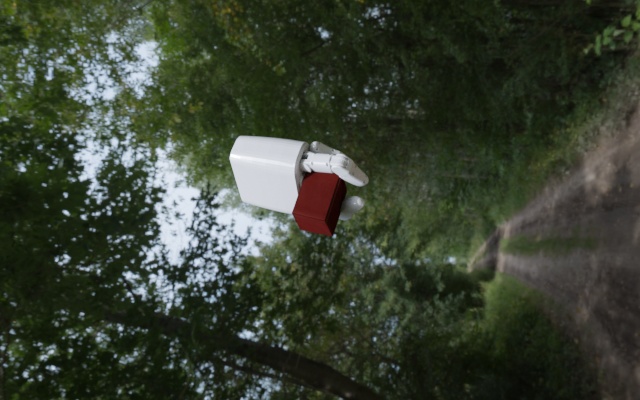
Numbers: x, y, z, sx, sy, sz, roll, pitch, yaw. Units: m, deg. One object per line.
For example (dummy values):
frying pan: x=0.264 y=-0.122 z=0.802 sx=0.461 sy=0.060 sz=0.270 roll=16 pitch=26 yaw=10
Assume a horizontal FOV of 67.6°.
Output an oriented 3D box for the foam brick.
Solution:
foam brick: x=0.000 y=0.002 z=0.666 sx=0.051 sy=0.078 sz=0.053 roll=10 pitch=-26 yaw=17
